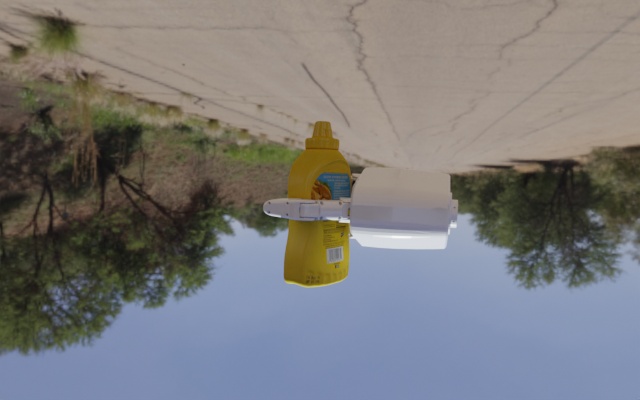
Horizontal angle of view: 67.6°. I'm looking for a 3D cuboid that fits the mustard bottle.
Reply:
[{"bbox_3d":[0.000,0.002,0.573,0.058,0.191,0.096,5,4,38],"label":"mustard bottle"}]
